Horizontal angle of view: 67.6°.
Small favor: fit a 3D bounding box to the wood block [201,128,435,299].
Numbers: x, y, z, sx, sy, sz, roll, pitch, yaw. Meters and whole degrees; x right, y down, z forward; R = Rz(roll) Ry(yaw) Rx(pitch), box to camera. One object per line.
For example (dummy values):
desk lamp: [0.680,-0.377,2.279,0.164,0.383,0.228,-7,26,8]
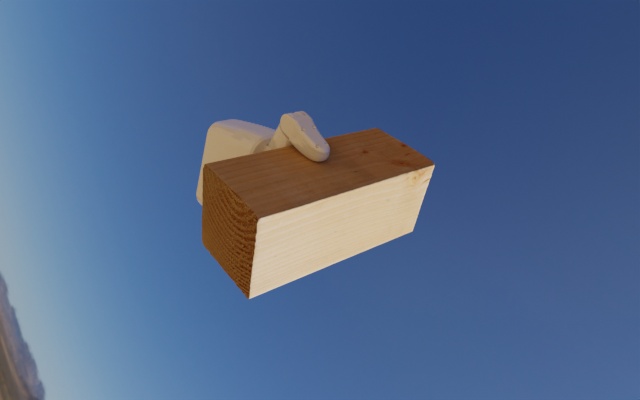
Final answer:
wood block: [0.000,0.001,0.462,0.206,0.091,0.090,-18,42,-35]
